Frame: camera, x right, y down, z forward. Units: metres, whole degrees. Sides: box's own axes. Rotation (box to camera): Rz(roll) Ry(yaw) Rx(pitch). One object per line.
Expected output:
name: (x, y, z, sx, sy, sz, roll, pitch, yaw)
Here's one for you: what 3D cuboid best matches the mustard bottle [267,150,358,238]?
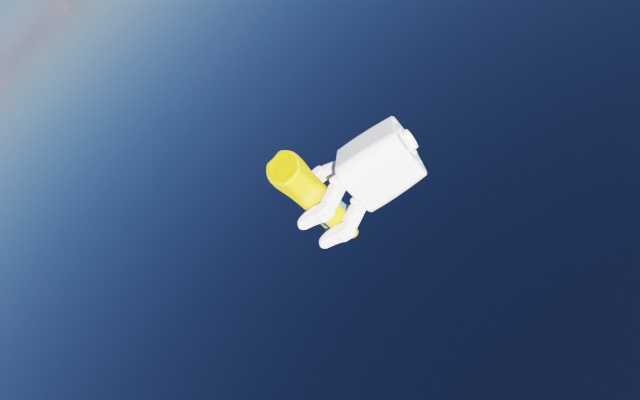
mustard bottle: (0.000, 0.003, 0.763, 0.192, 0.058, 0.096, 43, 0, -34)
